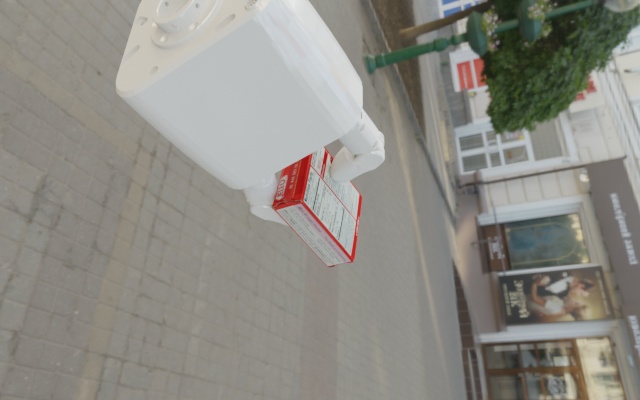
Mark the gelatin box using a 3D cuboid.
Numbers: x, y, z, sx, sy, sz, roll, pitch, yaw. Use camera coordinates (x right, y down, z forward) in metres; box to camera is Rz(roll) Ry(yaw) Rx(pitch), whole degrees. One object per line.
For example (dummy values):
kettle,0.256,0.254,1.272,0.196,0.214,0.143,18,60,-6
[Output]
gelatin box,0.001,0.001,0.400,0.030,0.073,0.089,-16,-46,29
